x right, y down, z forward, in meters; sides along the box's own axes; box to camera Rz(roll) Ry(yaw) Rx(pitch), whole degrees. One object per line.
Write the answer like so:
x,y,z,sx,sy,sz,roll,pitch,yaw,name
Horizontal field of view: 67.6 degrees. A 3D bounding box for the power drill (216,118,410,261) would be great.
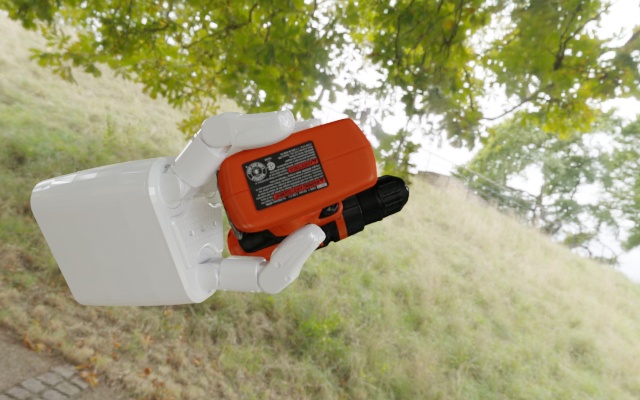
0.000,0.001,0.400,0.184,0.057,0.188,-21,-16,-5,power drill
